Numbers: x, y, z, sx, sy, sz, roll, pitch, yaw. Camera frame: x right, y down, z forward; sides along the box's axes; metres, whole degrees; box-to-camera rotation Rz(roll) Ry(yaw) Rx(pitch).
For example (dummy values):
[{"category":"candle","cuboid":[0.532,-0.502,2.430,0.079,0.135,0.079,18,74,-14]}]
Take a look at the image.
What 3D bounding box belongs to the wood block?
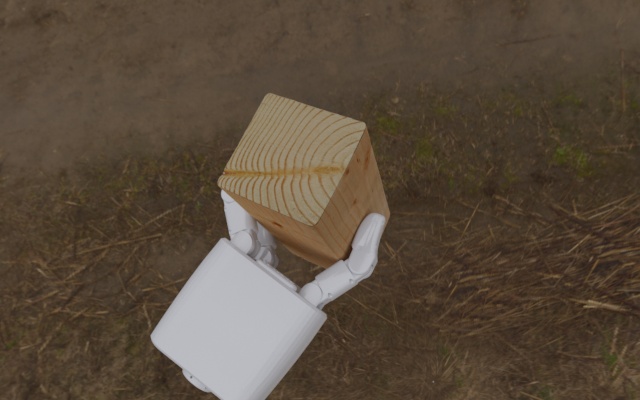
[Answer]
[{"category":"wood block","cuboid":[0.000,0.002,0.452,0.091,0.090,0.206,22,-14,20]}]
